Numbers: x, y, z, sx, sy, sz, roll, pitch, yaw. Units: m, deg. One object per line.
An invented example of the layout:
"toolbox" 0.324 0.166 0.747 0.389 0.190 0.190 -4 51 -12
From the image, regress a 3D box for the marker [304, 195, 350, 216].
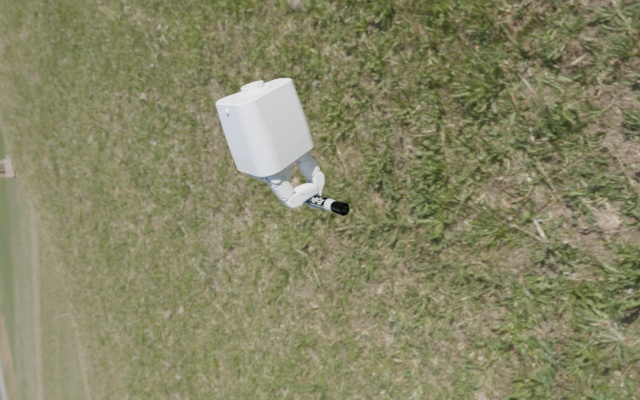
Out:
"marker" 0.000 0.002 0.703 0.020 0.020 0.121 0 10 -38
